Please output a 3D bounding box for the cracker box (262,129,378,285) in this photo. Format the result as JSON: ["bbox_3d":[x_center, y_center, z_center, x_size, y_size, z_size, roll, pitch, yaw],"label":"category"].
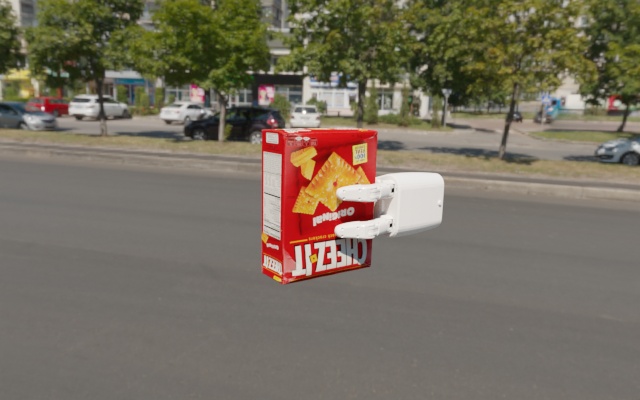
[{"bbox_3d":[0.000,0.002,0.704,0.164,0.214,0.072,-6,13,-33],"label":"cracker box"}]
